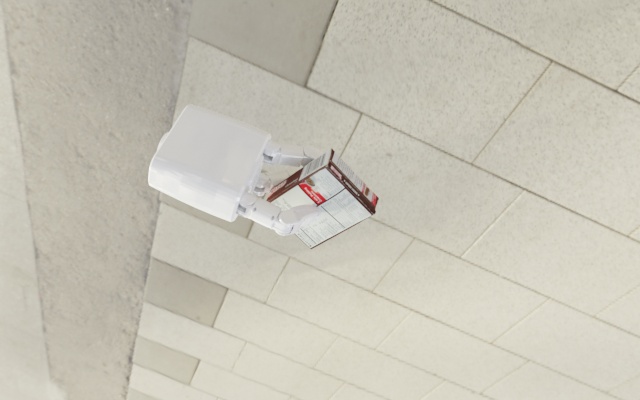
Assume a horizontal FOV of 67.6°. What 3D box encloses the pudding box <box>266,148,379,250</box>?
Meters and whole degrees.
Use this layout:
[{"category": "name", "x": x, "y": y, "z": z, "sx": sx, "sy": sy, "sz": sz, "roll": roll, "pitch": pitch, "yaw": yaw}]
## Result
[{"category": "pudding box", "x": 0.000, "y": 0.002, "z": 0.589, "sx": 0.113, "sy": 0.090, "sz": 0.039, "roll": -30, "pitch": 26, "yaw": 35}]
